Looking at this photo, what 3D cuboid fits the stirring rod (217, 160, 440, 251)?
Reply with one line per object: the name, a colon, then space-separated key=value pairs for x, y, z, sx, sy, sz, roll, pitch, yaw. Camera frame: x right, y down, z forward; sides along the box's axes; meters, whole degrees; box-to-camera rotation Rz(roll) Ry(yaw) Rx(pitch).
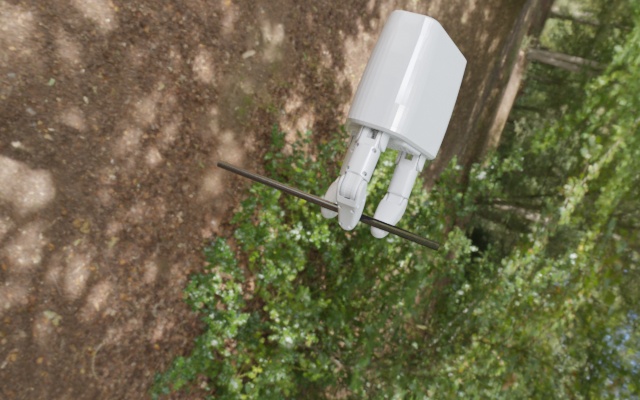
stirring rod: x=0.000 y=0.001 z=0.469 sx=0.239 sy=0.011 sz=0.011 roll=21 pitch=7 yaw=18
